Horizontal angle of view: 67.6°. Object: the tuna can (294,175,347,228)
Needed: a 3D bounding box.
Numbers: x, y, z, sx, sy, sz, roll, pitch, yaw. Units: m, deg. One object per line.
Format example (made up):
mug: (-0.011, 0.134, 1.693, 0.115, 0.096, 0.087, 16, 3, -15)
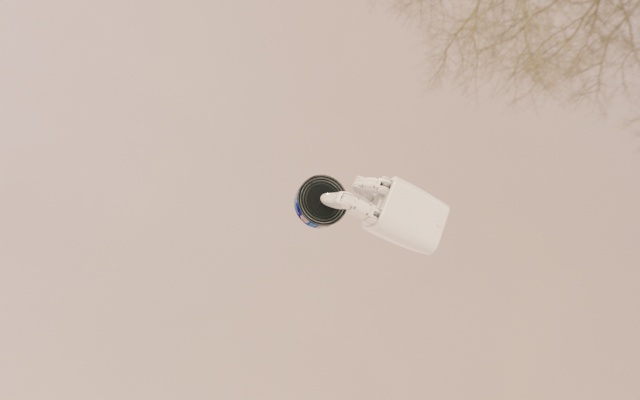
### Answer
tuna can: (0.000, 0.003, 0.793, 0.086, 0.086, 0.034, 0, -13, -16)
